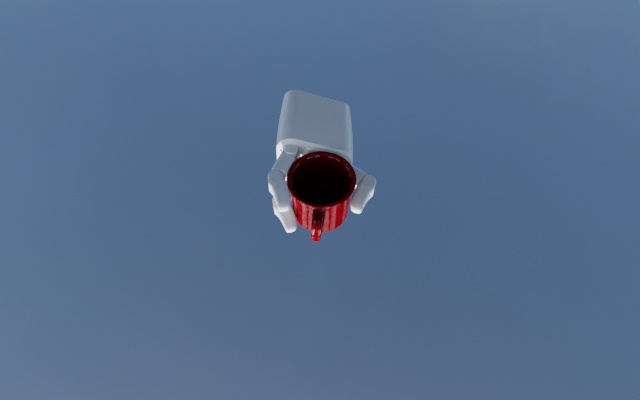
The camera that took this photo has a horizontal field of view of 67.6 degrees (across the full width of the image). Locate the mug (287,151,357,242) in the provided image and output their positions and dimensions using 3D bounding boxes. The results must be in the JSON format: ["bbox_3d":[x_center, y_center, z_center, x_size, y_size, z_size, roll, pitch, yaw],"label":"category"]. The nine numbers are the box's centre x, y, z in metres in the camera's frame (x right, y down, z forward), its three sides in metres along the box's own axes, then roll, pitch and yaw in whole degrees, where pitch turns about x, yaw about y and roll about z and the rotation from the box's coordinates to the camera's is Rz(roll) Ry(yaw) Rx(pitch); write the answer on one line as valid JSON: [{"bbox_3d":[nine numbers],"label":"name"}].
[{"bbox_3d":[0.000,0.004,0.662,0.093,0.117,0.082,3,-33,1],"label":"mug"}]
